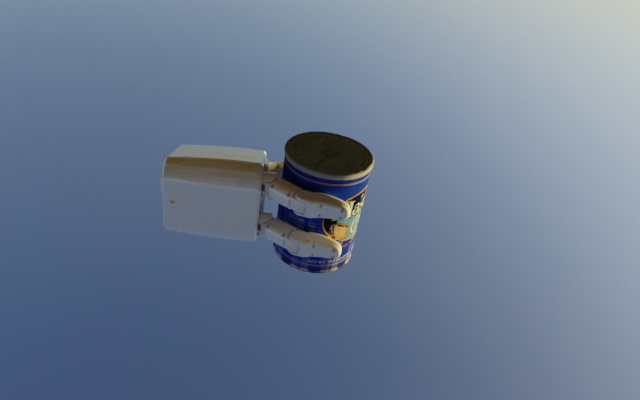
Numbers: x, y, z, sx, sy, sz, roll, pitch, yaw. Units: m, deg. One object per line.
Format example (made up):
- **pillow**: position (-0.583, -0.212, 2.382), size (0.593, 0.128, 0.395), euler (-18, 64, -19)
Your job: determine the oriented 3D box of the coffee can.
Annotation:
- **coffee can**: position (0.000, 0.002, 0.580), size (0.103, 0.140, 0.102), euler (7, 33, -5)
